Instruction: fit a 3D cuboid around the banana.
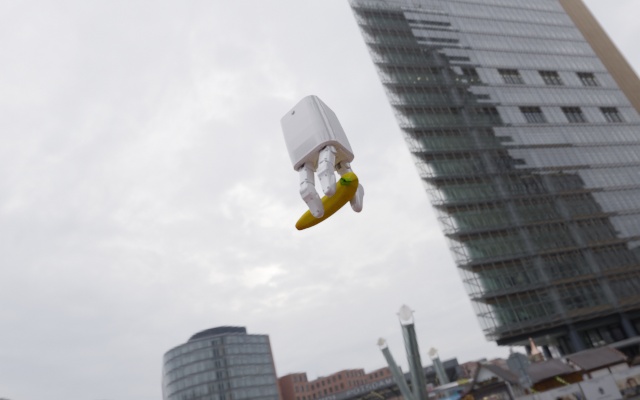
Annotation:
[{"bbox_3d":[0.017,-0.002,0.838,0.069,0.037,0.198,-11,-22,-32],"label":"banana"}]
